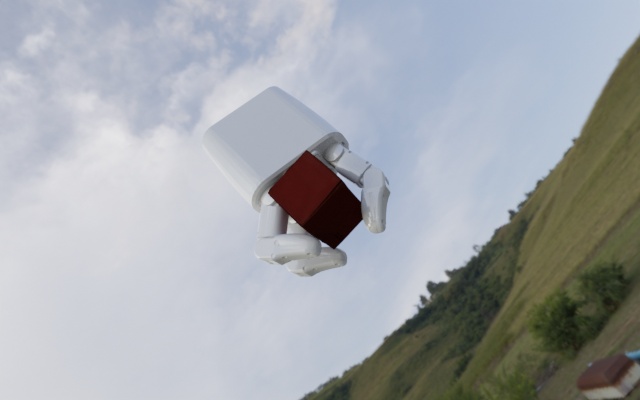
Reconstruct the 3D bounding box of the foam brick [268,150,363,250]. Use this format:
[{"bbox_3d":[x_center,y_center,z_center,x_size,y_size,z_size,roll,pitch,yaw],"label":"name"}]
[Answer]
[{"bbox_3d":[0.000,0.001,0.432,0.051,0.053,0.078,43,0,31],"label":"foam brick"}]
